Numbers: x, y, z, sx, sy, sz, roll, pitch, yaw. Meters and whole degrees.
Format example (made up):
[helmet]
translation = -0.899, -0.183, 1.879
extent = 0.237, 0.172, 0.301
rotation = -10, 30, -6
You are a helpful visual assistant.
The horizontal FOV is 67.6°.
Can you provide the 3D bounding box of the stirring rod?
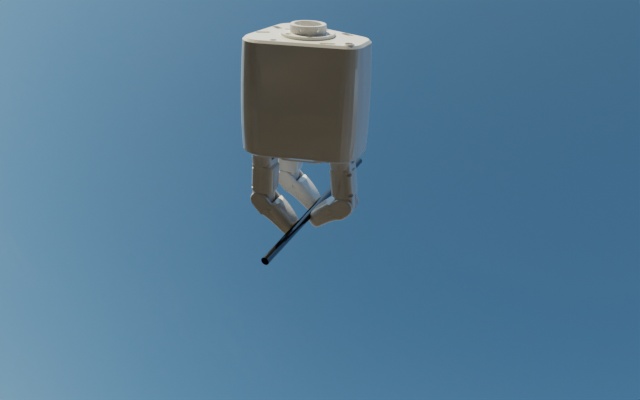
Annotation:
[stirring rod]
translation = 0.000, 0.002, 0.529
extent = 0.011, 0.011, 0.239
rotation = 0, 26, 28
